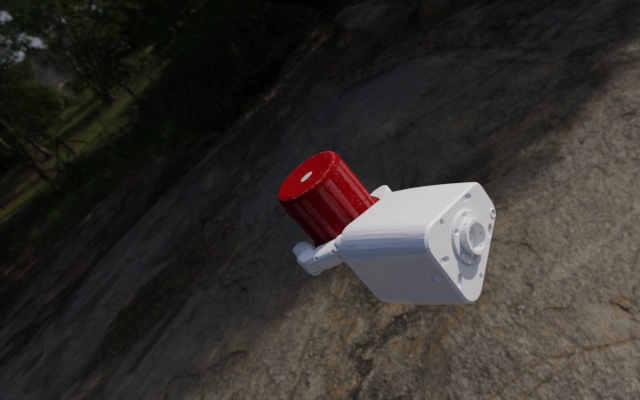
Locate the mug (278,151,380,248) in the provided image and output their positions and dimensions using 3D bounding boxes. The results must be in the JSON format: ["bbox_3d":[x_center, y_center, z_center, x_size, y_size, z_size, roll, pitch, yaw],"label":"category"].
[{"bbox_3d":[-0.001,0.002,0.536,0.117,0.093,0.081,-9,-52,50],"label":"mug"}]
